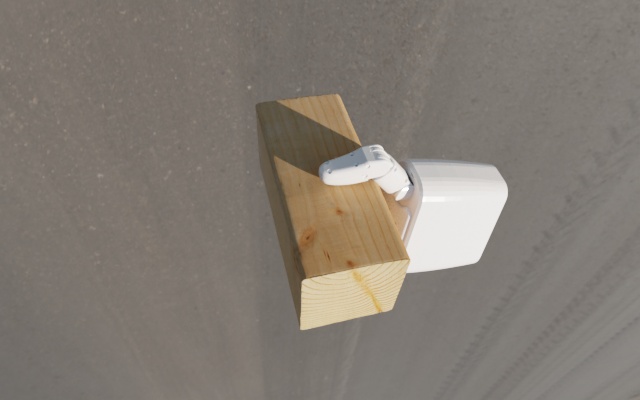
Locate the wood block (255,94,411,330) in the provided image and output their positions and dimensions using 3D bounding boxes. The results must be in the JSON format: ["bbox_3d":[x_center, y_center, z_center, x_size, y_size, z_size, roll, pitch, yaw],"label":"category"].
[{"bbox_3d":[0.001,0.001,0.456,0.090,0.206,0.091,-9,-38,-12],"label":"wood block"}]
